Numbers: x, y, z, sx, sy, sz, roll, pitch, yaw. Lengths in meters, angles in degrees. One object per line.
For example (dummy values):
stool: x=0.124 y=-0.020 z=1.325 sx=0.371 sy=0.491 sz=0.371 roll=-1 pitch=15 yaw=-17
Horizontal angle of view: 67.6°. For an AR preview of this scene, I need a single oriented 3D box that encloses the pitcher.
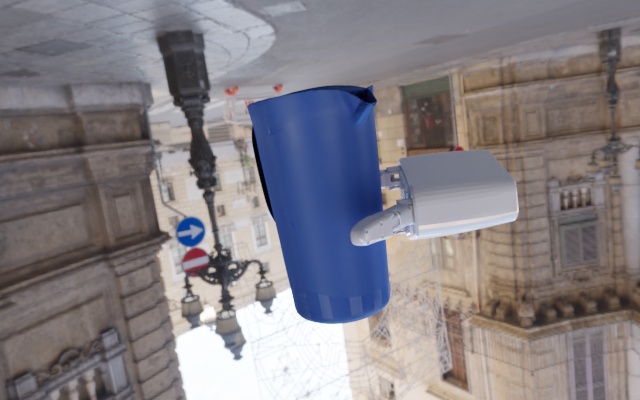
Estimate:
pitcher: x=0.000 y=0.002 z=0.525 sx=0.145 sy=0.243 sz=0.149 roll=-9 pitch=8 yaw=2
